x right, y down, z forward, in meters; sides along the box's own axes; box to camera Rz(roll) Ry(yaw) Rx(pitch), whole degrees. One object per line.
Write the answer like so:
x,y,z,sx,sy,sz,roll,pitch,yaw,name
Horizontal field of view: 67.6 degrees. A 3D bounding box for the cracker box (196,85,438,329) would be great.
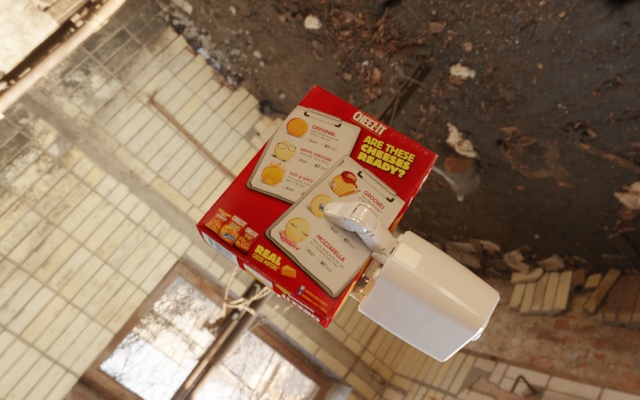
0.000,0.002,0.521,0.164,0.213,0.072,33,-21,11,cracker box
